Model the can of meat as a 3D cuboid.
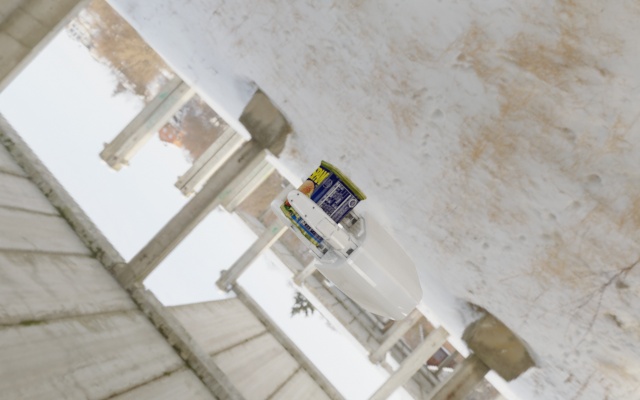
[{"bbox_3d":[0.000,0.002,0.592,0.057,0.084,0.102,44,0,-16],"label":"can of meat"}]
